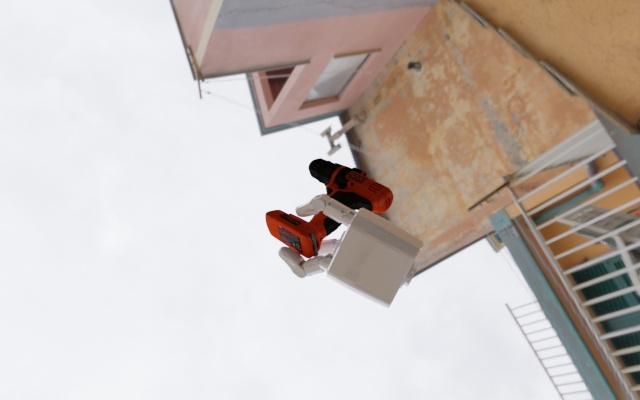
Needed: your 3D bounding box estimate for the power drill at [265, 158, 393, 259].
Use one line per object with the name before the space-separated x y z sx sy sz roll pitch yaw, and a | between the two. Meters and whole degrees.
power drill | 0.000 0.003 0.805 0.187 0.057 0.184 -37 45 -28
